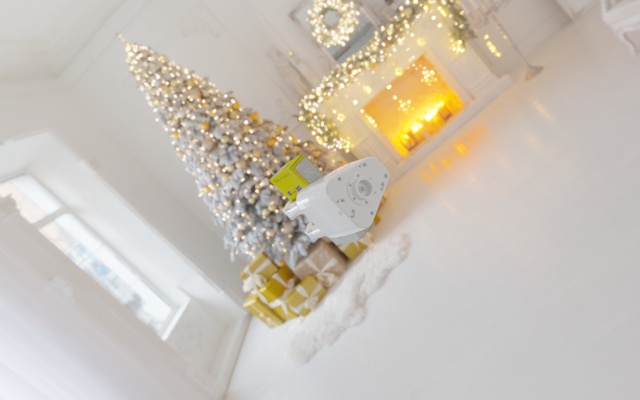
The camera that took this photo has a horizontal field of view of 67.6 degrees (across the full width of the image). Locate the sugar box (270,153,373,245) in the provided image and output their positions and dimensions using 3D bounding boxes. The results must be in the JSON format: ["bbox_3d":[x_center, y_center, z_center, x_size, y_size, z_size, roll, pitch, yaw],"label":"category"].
[{"bbox_3d":[0.000,0.003,0.837,0.048,0.176,0.093,-49,12,-27],"label":"sugar box"}]
